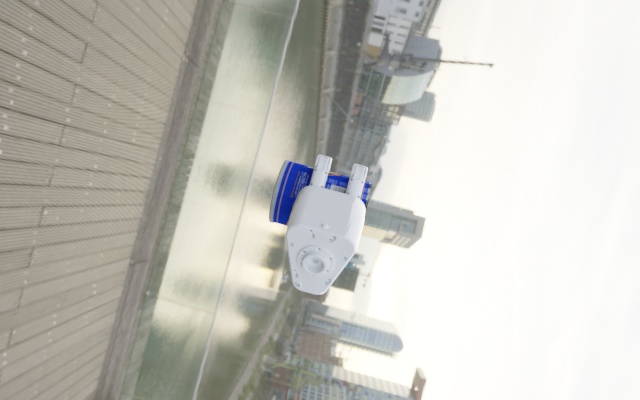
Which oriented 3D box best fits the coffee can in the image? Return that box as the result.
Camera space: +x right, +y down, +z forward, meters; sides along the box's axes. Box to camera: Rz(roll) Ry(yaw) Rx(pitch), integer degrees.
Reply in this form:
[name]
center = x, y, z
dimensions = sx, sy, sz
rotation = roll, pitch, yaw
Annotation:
[coffee can]
center = 0.000, 0.002, 0.753
dimensions = 0.140, 0.103, 0.103
rotation = 15, 0, 2
